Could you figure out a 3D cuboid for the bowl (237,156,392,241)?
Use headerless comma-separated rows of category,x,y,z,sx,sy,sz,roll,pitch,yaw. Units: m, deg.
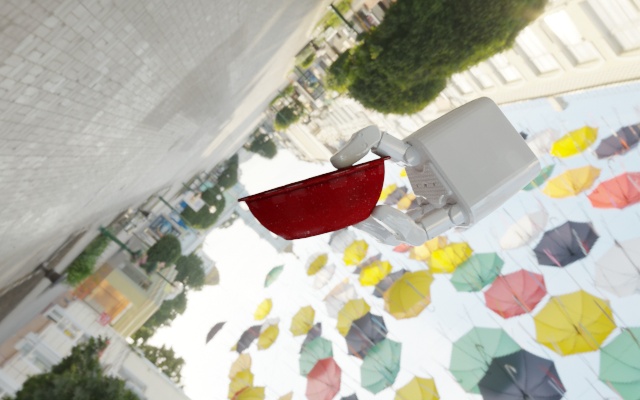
bowl,-0.001,0.002,0.489,0.162,0.055,0.162,-15,4,1
